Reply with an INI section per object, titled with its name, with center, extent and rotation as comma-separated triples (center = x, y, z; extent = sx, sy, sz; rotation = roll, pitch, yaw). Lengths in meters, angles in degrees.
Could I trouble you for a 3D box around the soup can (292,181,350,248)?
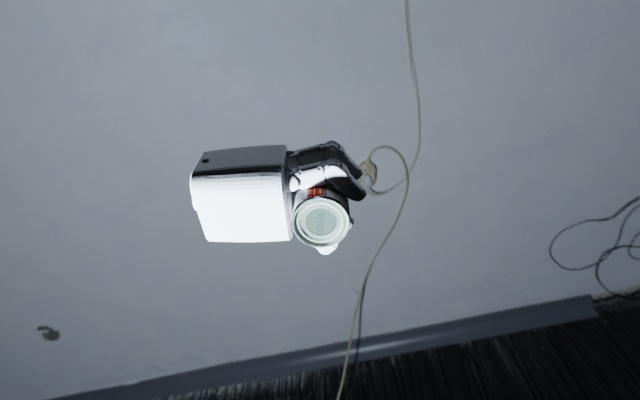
[soup can]
center = 0.001, 0.002, 0.573
extent = 0.068, 0.068, 0.102
rotation = 0, 28, 0
